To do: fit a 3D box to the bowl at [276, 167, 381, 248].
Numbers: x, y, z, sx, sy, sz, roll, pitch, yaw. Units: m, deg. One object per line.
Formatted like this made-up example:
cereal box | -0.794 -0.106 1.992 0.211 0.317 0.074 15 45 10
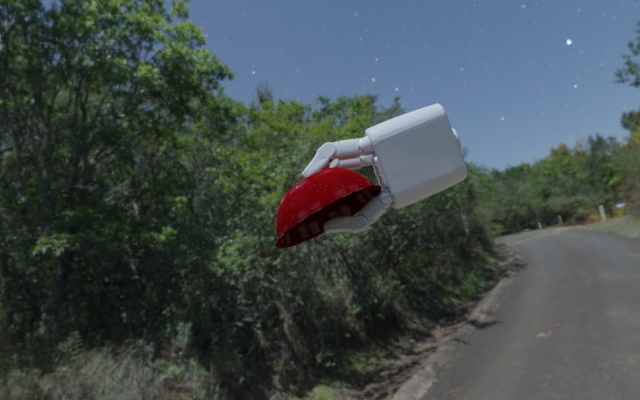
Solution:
bowl | -0.001 0.002 0.648 0.162 0.055 0.162 -28 -13 -7
